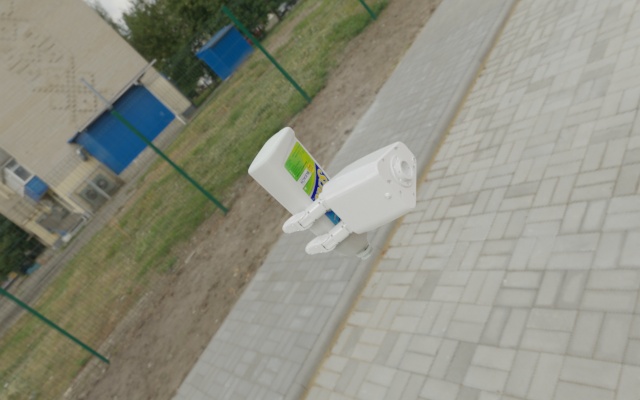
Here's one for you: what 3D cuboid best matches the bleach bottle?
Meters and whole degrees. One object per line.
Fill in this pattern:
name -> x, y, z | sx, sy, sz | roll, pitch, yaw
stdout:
bleach bottle -> 0.000, 0.003, 0.789 | 0.068, 0.251, 0.102 | -27, 26, 41
